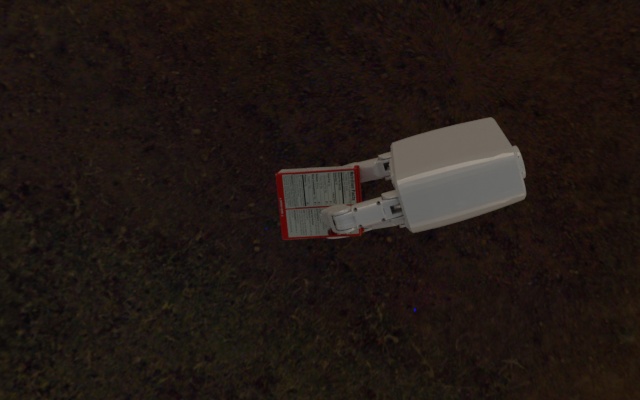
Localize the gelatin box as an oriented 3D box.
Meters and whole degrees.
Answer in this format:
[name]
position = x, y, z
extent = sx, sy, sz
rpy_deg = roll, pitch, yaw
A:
[gelatin box]
position = 0.000, 0.002, 0.511
extent = 0.089, 0.073, 0.030
rpy_deg = -4, 13, 7
